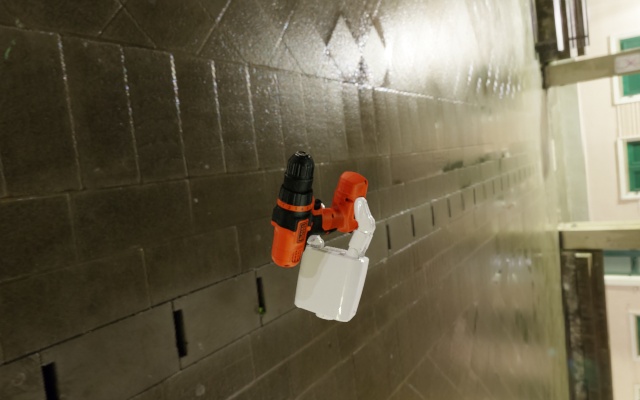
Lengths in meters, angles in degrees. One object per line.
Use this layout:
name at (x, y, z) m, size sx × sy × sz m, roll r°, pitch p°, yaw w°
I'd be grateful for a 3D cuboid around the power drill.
power drill at (0.000, 0.003, 0.773) m, size 0.057 × 0.184 × 0.187 m, roll 28°, pitch 26°, yaw 33°
